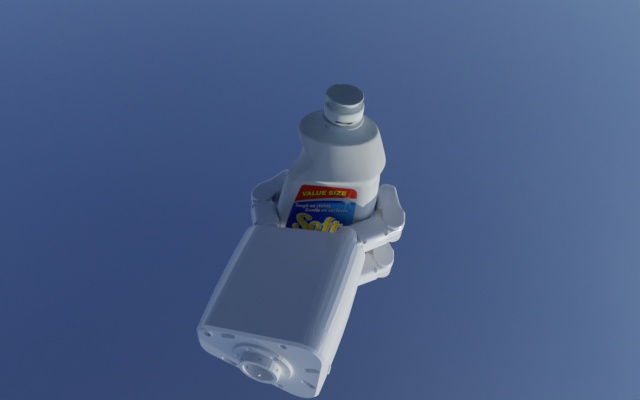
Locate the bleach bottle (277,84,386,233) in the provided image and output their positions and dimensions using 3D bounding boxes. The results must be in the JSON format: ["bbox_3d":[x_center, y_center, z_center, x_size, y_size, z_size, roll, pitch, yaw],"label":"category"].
[{"bbox_3d":[0.000,0.002,0.455,0.102,0.068,0.251,17,-42,9],"label":"bleach bottle"}]
